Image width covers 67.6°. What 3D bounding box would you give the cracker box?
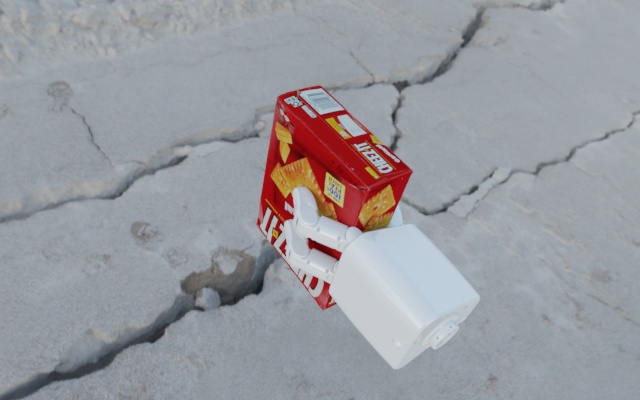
[{"bbox_3d":[0.000,0.002,0.563,0.072,0.214,0.164,-20,54,-33],"label":"cracker box"}]
